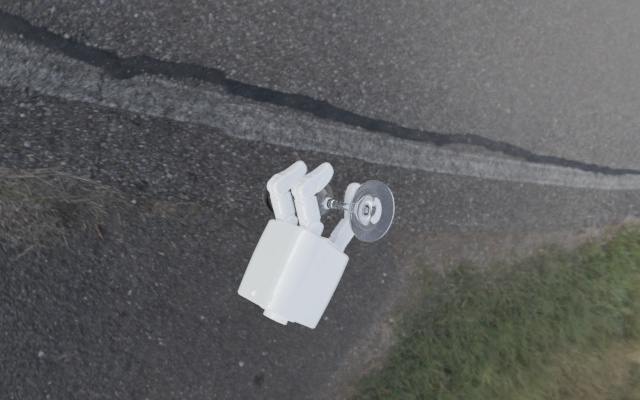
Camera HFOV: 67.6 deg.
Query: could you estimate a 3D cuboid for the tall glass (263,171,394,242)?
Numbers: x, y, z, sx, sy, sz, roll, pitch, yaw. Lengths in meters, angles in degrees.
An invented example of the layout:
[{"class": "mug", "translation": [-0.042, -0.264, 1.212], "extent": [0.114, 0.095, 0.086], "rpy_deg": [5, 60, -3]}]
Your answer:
[{"class": "tall glass", "translation": [0.001, 0.002, 0.641], "extent": [0.079, 0.079, 0.201], "rpy_deg": [0, 7, -38]}]
